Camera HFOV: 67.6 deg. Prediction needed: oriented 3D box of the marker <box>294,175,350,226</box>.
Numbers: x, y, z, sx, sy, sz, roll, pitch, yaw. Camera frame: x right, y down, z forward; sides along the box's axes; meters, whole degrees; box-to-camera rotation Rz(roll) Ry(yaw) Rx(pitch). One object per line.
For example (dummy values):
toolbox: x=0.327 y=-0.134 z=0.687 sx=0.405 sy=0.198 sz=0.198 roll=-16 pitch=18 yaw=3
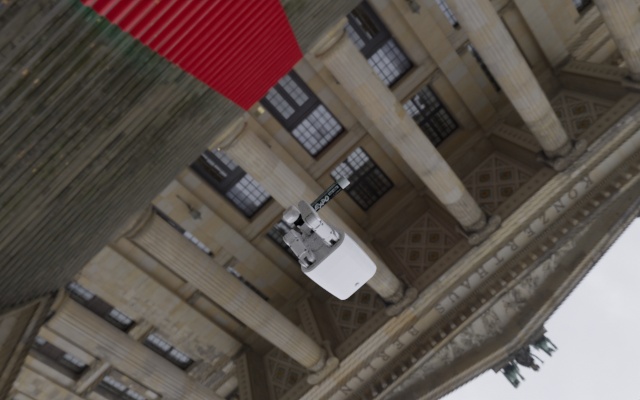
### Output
marker: x=0.000 y=0.003 z=0.829 sx=0.121 sy=0.020 sz=0.020 roll=-42 pitch=-7 yaw=8
